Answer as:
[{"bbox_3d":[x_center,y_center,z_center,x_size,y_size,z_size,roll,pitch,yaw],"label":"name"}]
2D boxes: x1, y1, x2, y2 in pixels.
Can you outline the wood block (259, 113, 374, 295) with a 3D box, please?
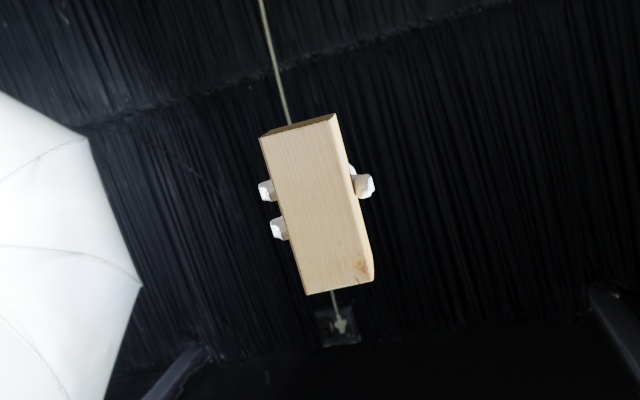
[{"bbox_3d":[0.000,0.002,0.615,0.091,0.206,0.090,-14,13,9],"label":"wood block"}]
